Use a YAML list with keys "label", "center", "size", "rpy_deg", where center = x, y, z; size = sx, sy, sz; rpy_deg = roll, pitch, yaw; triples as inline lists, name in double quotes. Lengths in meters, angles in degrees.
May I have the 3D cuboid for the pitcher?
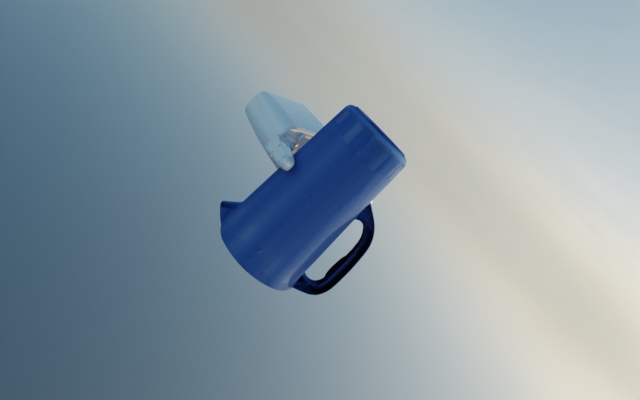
- label: "pitcher"
  center: [0.000, 0.002, 0.633]
  size: [0.149, 0.243, 0.145]
  rpy_deg: [32, 19, -48]
